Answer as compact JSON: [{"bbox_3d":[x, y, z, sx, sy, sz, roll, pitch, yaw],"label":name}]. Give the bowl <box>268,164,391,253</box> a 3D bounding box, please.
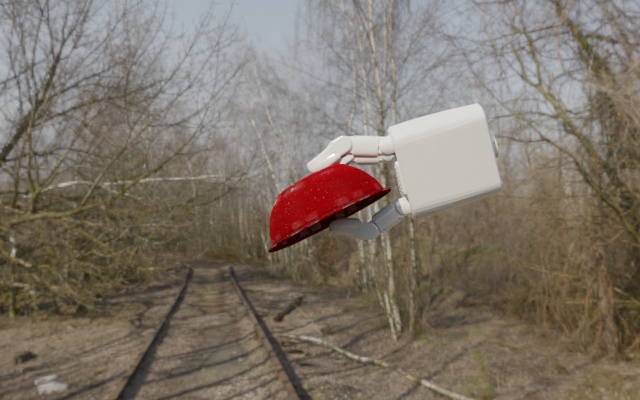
[{"bbox_3d":[-0.001,0.002,0.564,0.162,0.055,0.162,-27,-7,-3],"label":"bowl"}]
